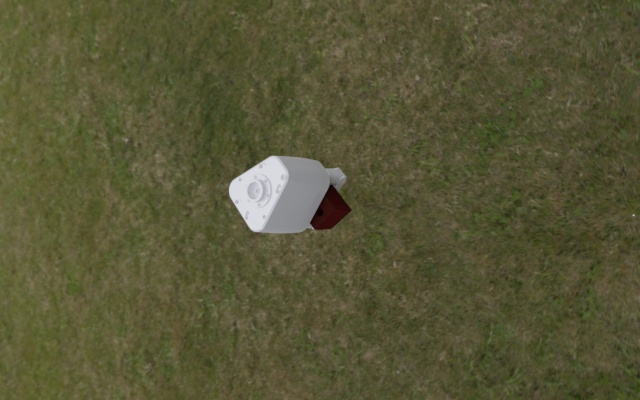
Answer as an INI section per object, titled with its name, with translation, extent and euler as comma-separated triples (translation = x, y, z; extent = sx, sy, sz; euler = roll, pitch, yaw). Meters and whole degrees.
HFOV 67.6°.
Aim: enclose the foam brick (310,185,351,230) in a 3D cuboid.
[foam brick]
translation = 0.000, 0.003, 0.773
extent = 0.053, 0.078, 0.051
euler = -46, -24, 23
